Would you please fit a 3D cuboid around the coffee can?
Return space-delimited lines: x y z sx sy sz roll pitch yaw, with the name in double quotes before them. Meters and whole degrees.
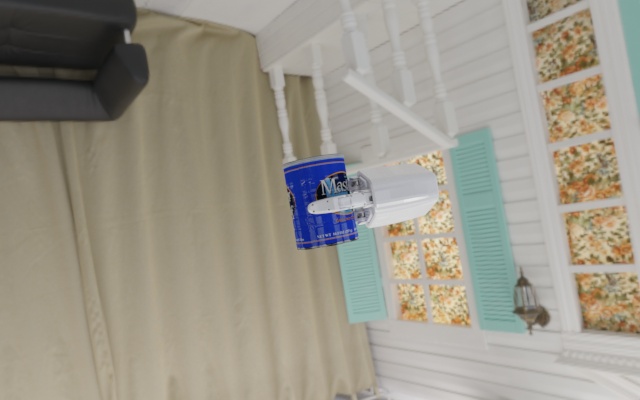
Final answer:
"coffee can" 0.000 0.002 0.779 0.103 0.140 0.103 -10 -1 0
